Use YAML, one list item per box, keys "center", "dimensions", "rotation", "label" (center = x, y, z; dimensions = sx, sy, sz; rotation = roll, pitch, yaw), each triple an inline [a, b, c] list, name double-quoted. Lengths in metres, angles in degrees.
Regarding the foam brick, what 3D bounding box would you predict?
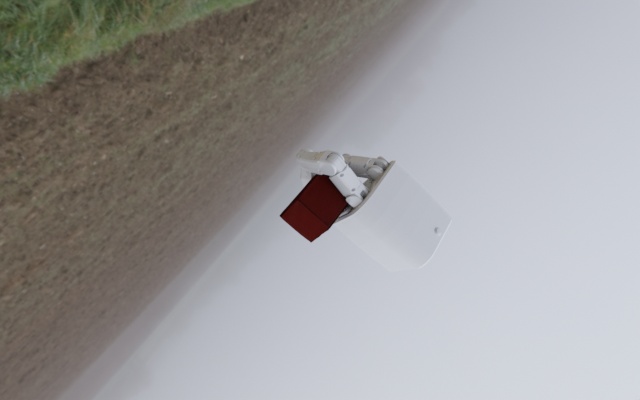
- center: [0.000, 0.002, 0.573]
  dimensions: [0.078, 0.051, 0.053]
  rotation: [-50, 6, -36]
  label: "foam brick"
